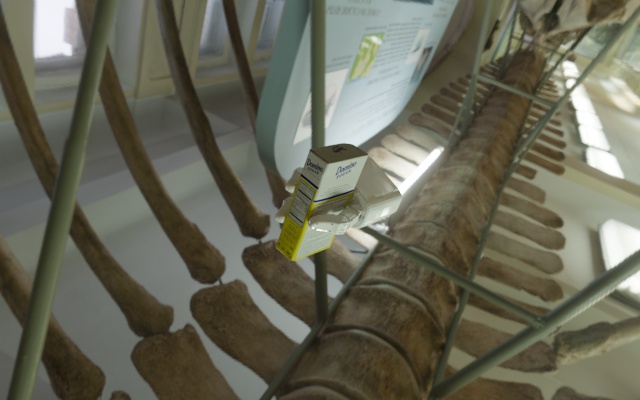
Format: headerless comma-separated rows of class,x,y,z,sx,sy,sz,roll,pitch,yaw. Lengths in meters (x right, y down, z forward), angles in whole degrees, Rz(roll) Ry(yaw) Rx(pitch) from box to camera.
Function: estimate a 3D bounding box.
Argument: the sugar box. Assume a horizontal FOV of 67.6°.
sugar box,0.000,0.002,0.708,0.048,0.176,0.093,37,33,29
